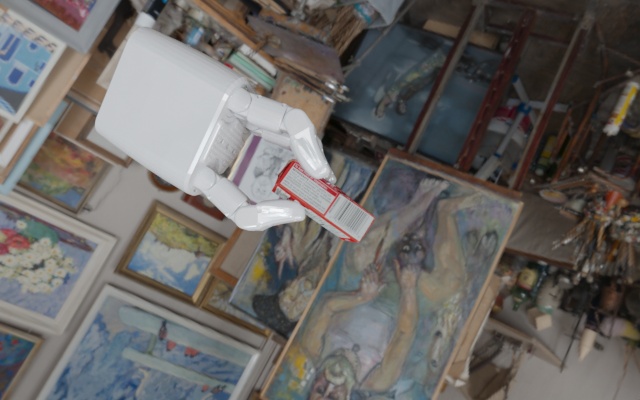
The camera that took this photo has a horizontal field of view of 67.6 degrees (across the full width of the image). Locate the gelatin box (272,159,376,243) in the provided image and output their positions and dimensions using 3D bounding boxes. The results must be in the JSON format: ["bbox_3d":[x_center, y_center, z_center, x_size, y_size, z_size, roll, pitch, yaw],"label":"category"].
[{"bbox_3d":[0.000,0.002,0.433,0.089,0.030,0.073,36,-7,-4],"label":"gelatin box"}]
